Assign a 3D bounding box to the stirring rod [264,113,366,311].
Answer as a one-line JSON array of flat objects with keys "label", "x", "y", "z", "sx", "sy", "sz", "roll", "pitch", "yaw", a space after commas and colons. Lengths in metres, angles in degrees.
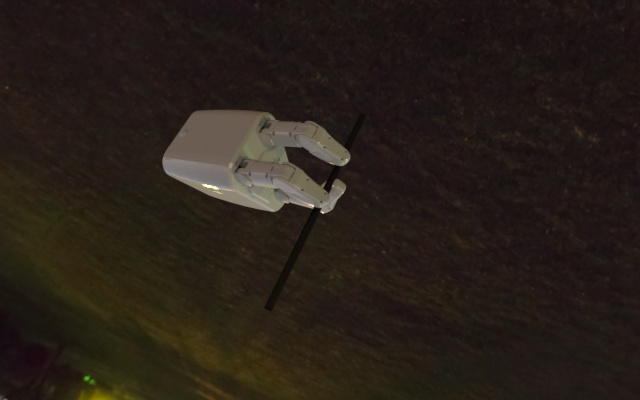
[{"label": "stirring rod", "x": 0.000, "y": 0.002, "z": 0.487, "sx": 0.011, "sy": 0.239, "sz": 0.011, "roll": 21, "pitch": -26, "yaw": 11}]
